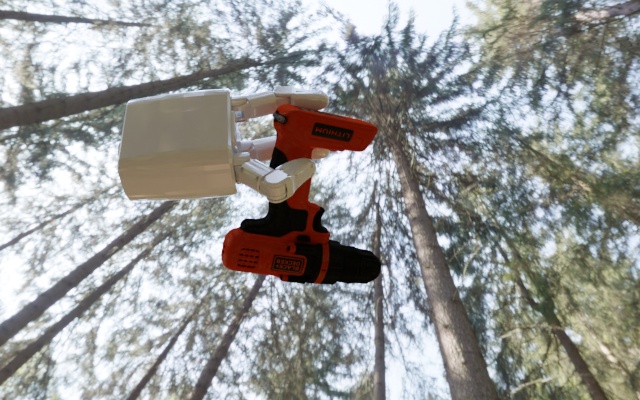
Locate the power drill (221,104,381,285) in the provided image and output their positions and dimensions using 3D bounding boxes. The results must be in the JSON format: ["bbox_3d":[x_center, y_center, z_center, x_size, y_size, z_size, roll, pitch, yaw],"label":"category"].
[{"bbox_3d":[0.000,0.001,0.513,0.184,0.188,0.057,9,13,-21],"label":"power drill"}]
